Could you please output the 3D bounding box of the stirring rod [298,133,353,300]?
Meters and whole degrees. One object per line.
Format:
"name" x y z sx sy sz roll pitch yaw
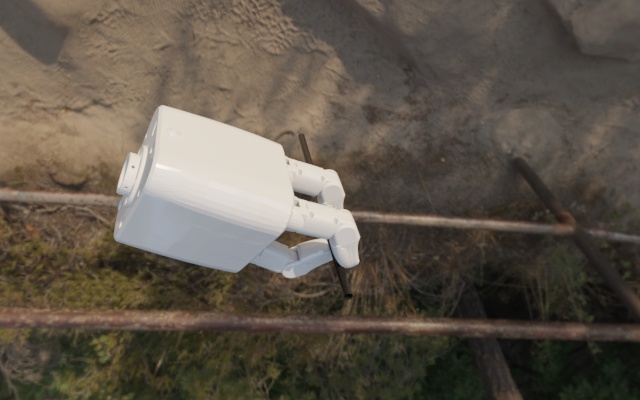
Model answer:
"stirring rod" 0.000 0.002 0.487 0.011 0.011 0.239 0 41 -15
